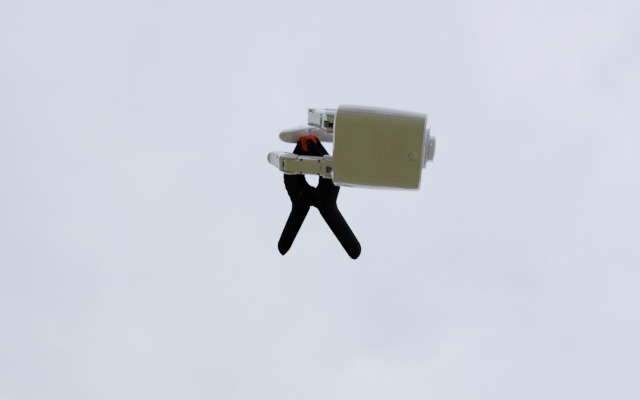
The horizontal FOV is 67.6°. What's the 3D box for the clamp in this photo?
[{"bbox_3d":[0.000,0.002,0.629,0.120,0.171,0.039,7,19,15],"label":"clamp"}]
